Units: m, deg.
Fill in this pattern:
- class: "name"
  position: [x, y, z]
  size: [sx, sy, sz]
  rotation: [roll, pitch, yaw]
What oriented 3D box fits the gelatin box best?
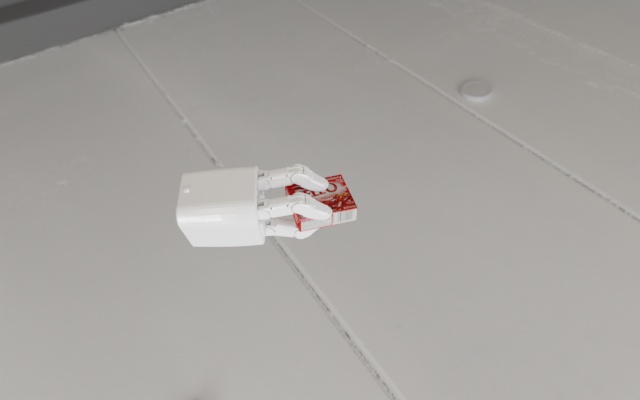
- class: "gelatin box"
  position: [0.000, 0.003, 0.690]
  size: [0.089, 0.030, 0.073]
  rotation: [-11, 47, -13]
